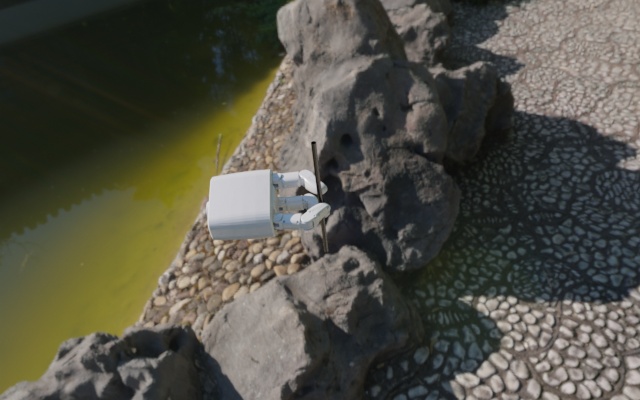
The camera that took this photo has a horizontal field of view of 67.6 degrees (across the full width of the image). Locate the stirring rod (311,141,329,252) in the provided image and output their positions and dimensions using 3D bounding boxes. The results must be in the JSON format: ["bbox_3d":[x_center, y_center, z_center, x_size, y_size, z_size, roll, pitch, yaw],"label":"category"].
[{"bbox_3d":[0.000,0.003,0.796,0.011,0.240,0.011,-4,42,3],"label":"stirring rod"}]
